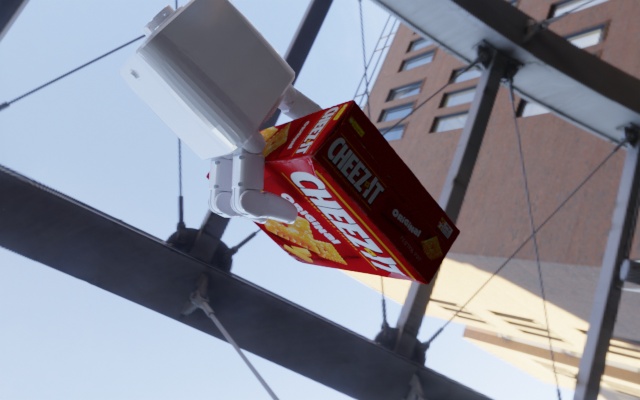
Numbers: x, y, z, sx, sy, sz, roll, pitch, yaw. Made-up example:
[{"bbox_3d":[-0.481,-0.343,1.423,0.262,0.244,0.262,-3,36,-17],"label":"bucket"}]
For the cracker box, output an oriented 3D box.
[{"bbox_3d":[0.000,0.001,0.474,0.164,0.072,0.213,46,-24,-24],"label":"cracker box"}]
